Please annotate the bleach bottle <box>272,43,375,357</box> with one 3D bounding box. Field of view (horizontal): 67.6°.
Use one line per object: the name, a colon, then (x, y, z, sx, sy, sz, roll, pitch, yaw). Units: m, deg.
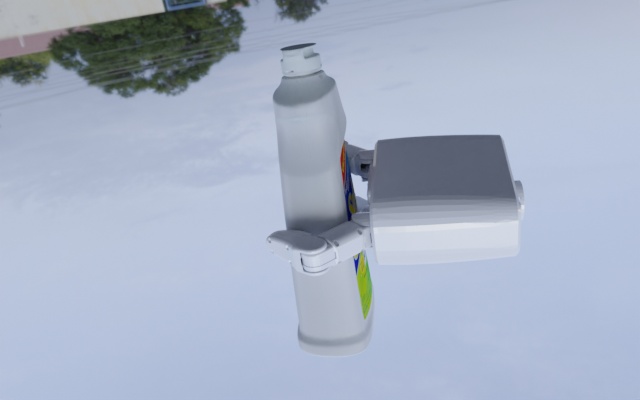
bleach bottle: (0.000, 0.001, 0.401, 0.068, 0.251, 0.102, -3, 25, 13)
